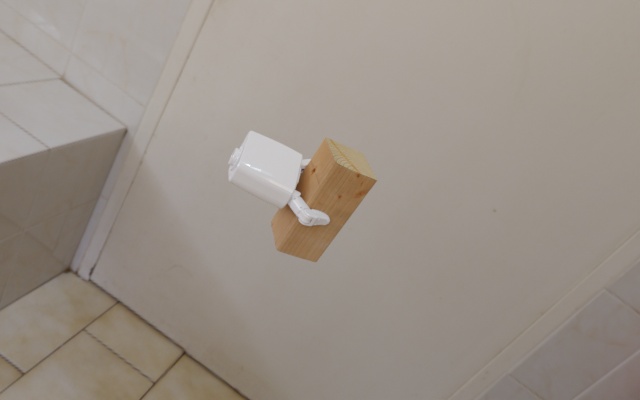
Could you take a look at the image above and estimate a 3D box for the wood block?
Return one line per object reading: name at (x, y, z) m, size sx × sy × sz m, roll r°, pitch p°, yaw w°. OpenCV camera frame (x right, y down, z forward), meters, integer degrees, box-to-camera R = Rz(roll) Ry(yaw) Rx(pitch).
wood block at (0.000, 0.003, 0.875) m, size 0.090 × 0.206 × 0.090 m, roll 21°, pitch 29°, yaw -27°
